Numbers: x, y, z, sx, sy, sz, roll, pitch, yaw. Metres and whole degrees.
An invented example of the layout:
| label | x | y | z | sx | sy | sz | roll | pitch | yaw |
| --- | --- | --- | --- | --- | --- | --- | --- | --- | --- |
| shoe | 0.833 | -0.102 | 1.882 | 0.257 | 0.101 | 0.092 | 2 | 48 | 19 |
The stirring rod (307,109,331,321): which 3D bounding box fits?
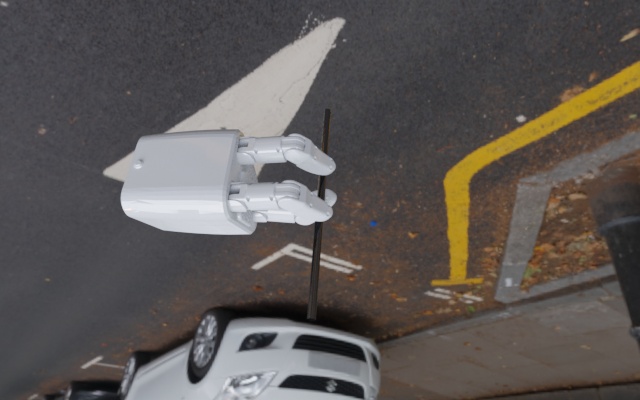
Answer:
| label | x | y | z | sx | sy | sz | roll | pitch | yaw |
| --- | --- | --- | --- | --- | --- | --- | --- | --- | --- |
| stirring rod | 0.000 | 0.002 | 0.480 | 0.011 | 0.239 | 0.011 | 3 | -31 | 2 |
